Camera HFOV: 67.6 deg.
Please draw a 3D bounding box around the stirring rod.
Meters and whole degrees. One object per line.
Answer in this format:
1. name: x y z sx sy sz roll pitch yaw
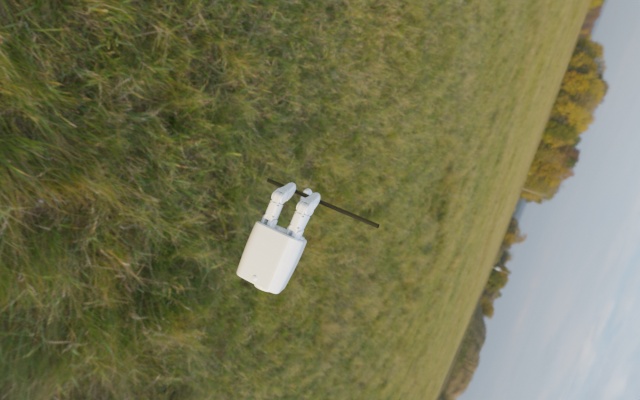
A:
1. stirring rod: 0.000 0.003 0.894 0.239 0.011 0.011 23 9 22
